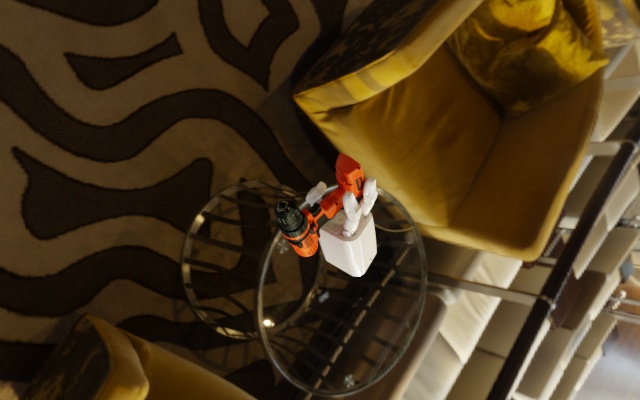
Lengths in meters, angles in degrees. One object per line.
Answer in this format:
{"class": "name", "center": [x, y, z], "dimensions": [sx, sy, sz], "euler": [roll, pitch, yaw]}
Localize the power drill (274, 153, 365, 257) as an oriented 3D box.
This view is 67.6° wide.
{"class": "power drill", "center": [0.001, 0.003, 0.879], "dimensions": [0.057, 0.187, 0.184], "euler": [38, -15, 25]}
